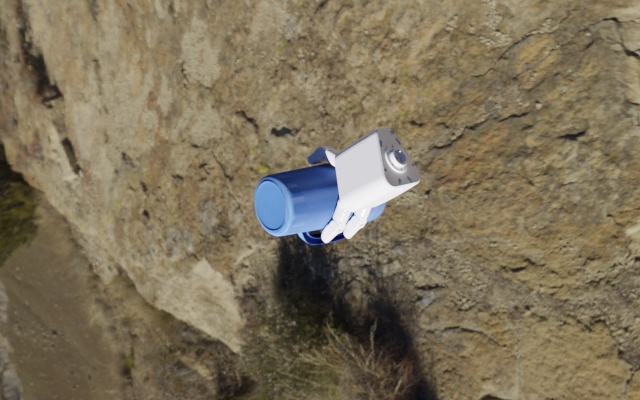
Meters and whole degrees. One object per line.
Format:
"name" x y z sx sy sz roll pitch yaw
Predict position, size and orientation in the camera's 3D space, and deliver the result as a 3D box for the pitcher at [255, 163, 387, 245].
"pitcher" 0.000 0.003 0.898 0.243 0.149 0.145 -11 -11 -42
